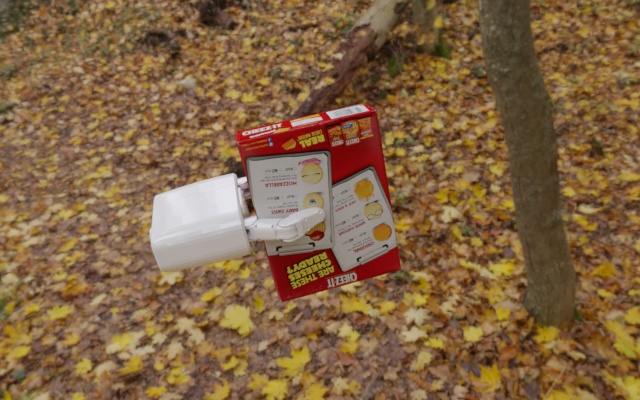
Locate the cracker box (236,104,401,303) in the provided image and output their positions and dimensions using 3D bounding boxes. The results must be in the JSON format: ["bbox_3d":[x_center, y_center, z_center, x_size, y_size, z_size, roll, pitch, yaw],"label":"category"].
[{"bbox_3d":[0.000,0.002,0.596,0.164,0.214,0.072,-14,23,-5],"label":"cracker box"}]
